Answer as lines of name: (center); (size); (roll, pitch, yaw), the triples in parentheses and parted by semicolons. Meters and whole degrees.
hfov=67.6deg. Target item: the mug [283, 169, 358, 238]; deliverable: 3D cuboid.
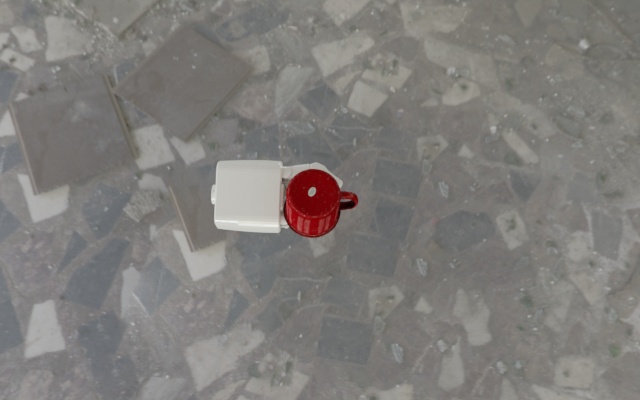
mug: (0.002, 0.002, 0.737); (0.117, 0.093, 0.081); (0, -20, -3)
